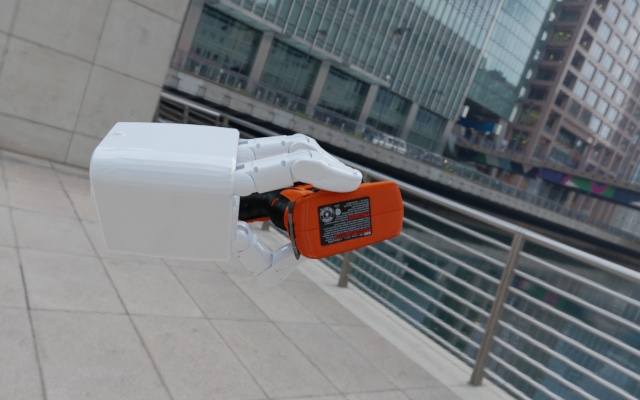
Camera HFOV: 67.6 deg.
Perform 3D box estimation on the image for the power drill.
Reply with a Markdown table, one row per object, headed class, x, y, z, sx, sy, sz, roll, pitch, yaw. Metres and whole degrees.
| class | x | y | z | sx | sy | sz | roll | pitch | yaw |
| --- | --- | --- | --- | --- | --- | --- | --- | --- | --- |
| power drill | 0.000 | 0.002 | 0.491 | 0.184 | 0.057 | 0.187 | -14 | 13 | -25 |
